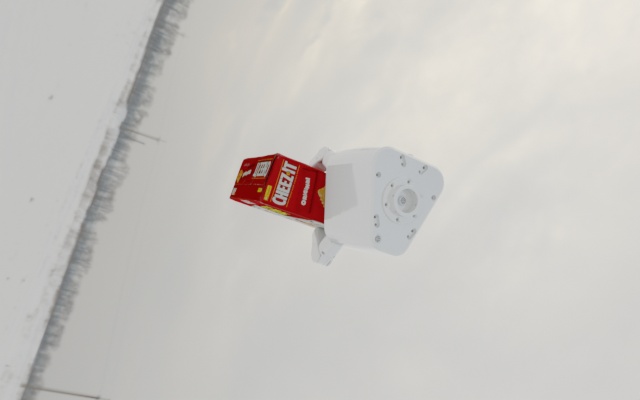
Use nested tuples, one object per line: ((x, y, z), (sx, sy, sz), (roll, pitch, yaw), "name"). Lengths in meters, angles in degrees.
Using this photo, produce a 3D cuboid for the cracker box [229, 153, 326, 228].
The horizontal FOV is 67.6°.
((0.000, 0.002, 0.664), (0.214, 0.072, 0.164), (20, -7, -23), "cracker box")
